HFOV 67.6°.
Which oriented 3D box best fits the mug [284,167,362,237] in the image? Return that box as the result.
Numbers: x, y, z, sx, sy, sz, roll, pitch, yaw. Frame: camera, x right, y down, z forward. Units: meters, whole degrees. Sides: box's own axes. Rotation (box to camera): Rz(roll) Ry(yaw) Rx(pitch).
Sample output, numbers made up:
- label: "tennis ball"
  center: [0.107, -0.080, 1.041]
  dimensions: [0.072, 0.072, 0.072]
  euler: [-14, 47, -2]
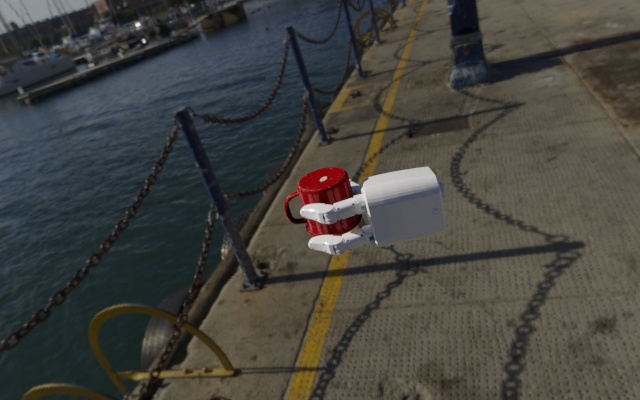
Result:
- label: "mug"
  center: [-0.001, 0.003, 0.751]
  dimensions: [0.117, 0.081, 0.093]
  euler: [-13, 27, 6]
